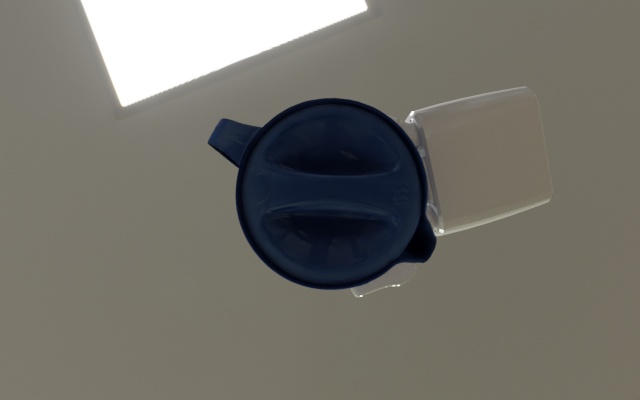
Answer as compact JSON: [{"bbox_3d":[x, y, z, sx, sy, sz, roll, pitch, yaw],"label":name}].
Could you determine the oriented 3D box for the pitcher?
[{"bbox_3d":[0.000,0.001,0.440,0.145,0.149,0.243,-17,-7,-2],"label":"pitcher"}]
